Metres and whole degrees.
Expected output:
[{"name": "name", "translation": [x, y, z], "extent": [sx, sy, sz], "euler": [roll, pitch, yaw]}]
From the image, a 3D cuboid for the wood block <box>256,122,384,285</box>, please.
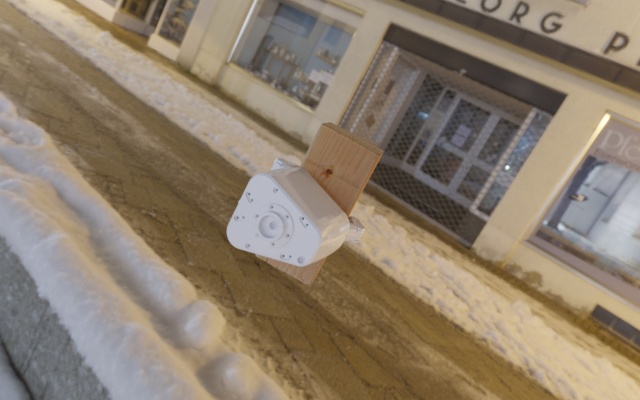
[{"name": "wood block", "translation": [0.000, 0.002, 0.681], "extent": [0.091, 0.206, 0.090], "euler": [29, 14, 4]}]
